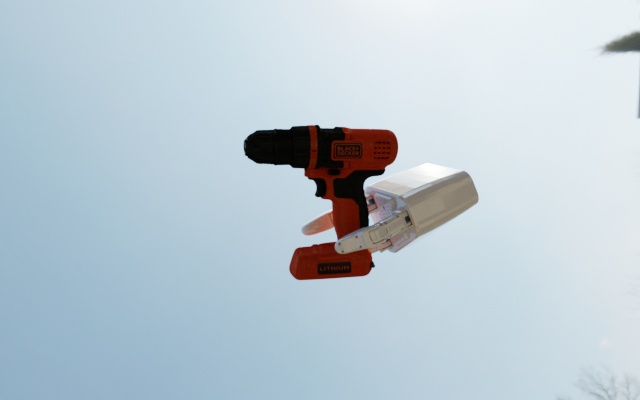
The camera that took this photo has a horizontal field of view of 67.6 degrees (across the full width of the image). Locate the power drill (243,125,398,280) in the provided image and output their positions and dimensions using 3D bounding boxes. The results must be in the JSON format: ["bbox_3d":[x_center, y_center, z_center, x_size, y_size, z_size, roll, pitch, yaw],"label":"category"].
[{"bbox_3d":[0.000,0.002,0.583,0.184,0.188,0.057,-1,17,-9],"label":"power drill"}]
